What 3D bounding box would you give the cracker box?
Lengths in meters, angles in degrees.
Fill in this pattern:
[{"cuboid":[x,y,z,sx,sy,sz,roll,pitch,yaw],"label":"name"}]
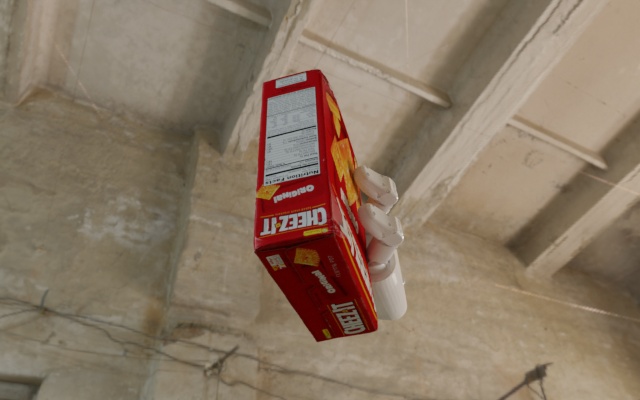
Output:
[{"cuboid":[0.000,0.001,0.468,0.072,0.213,0.164,-13,-42,11],"label":"cracker box"}]
